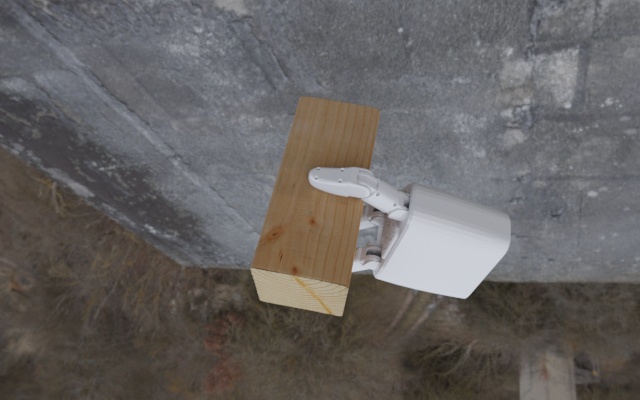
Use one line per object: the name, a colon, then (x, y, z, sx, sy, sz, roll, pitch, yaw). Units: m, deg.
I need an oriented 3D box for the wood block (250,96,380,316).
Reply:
wood block: (0.000, 0.002, 0.503, 0.090, 0.206, 0.091, 10, -30, 4)
